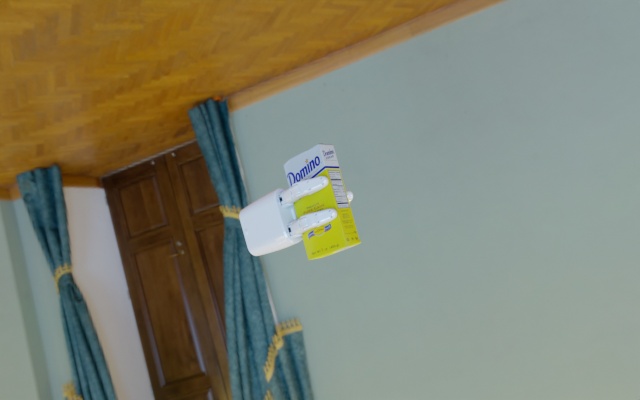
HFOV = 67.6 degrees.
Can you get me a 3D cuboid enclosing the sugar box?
[{"bbox_3d":[0.000,0.003,0.802,0.093,0.176,0.048,-25,-11,39],"label":"sugar box"}]
